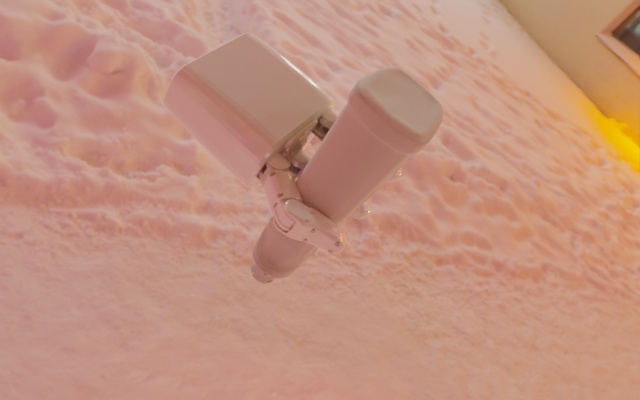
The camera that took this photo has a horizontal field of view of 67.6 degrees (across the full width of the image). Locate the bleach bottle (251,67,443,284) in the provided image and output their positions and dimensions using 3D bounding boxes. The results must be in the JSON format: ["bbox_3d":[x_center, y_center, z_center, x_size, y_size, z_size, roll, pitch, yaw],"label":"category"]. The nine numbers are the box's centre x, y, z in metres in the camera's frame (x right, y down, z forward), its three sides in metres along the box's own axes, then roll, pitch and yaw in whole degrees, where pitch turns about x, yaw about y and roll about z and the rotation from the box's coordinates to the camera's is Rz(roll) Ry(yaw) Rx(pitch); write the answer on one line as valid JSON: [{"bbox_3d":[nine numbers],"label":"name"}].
[{"bbox_3d":[0.000,0.001,0.429,0.251,0.068,0.102,-50,-3,35],"label":"bleach bottle"}]
